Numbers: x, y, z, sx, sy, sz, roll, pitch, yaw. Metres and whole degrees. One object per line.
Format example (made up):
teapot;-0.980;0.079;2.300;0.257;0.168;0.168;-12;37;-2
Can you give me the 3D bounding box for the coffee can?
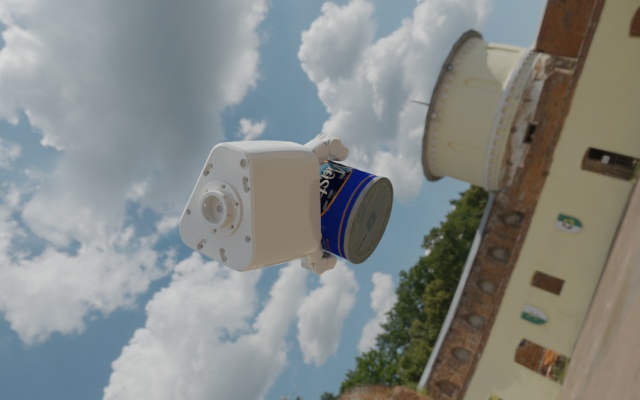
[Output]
coffee can;0.000;0.002;0.562;0.140;0.103;0.103;21;10;27
